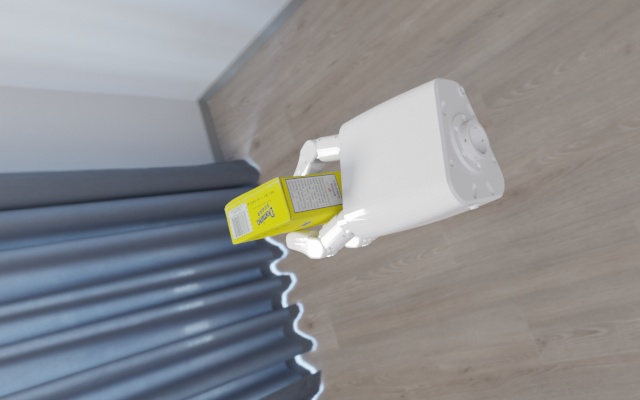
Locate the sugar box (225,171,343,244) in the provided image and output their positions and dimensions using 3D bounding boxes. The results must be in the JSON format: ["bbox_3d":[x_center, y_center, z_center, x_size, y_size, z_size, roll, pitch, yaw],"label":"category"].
[{"bbox_3d":[0.000,0.002,0.493,0.176,0.048,0.093,-6,-12,-45],"label":"sugar box"}]
